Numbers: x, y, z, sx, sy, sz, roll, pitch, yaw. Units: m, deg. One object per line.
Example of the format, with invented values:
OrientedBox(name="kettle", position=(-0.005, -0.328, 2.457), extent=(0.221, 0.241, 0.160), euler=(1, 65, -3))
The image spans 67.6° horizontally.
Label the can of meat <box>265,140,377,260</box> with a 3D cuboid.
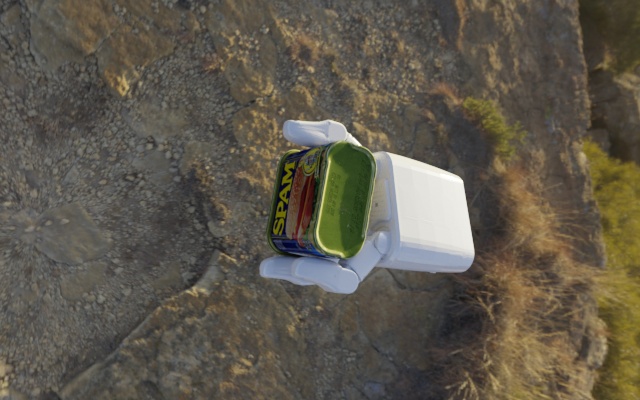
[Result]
OrientedBox(name="can of meat", position=(0.000, 0.001, 0.423), extent=(0.057, 0.102, 0.084), euler=(15, -11, -30))
